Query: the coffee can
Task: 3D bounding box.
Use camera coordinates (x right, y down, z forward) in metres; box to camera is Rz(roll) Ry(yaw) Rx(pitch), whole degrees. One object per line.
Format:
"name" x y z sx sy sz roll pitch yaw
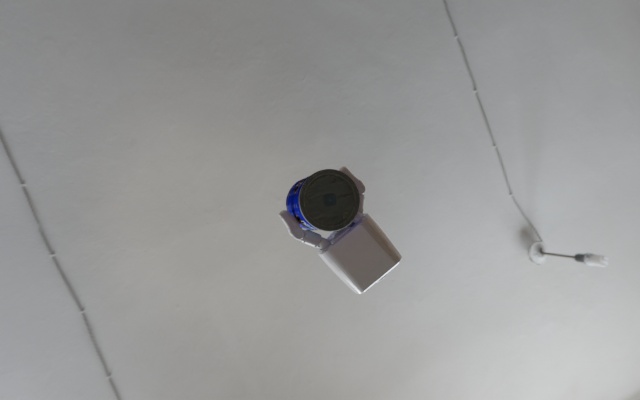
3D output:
"coffee can" 0.000 0.003 0.845 0.103 0.103 0.140 0 -3 -13
